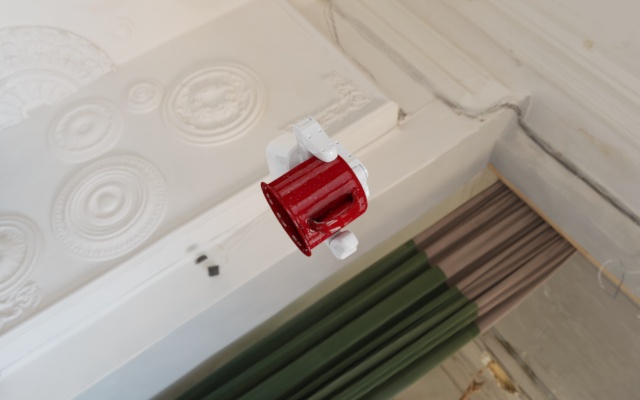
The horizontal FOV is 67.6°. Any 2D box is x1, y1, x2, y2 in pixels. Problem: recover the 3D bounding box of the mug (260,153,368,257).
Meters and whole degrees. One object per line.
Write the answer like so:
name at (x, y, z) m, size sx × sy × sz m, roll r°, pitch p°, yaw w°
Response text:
mug at (0.001, 0.002, 0.493) m, size 0.081 × 0.093 × 0.117 m, roll -33°, pitch 24°, yaw -13°
